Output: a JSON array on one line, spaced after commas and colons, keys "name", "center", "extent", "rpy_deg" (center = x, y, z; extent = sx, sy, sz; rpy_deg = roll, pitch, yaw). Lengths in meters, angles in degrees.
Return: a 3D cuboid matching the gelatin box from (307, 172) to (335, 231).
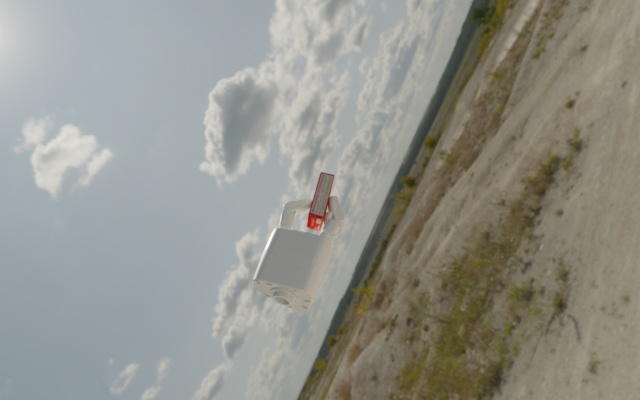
[{"name": "gelatin box", "center": [0.000, 0.002, 0.882], "extent": [0.030, 0.089, 0.073], "rpy_deg": [14, -22, 0]}]
